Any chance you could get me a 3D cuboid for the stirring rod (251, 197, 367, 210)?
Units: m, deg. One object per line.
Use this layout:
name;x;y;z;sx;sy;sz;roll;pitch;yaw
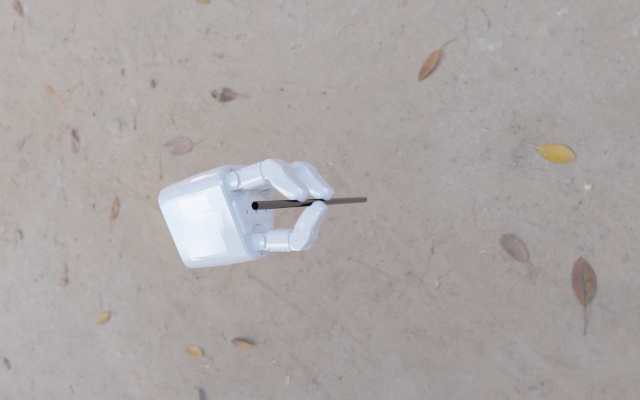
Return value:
stirring rod;0.000;0.002;0.531;0.011;0.011;0.239;0;1;29
